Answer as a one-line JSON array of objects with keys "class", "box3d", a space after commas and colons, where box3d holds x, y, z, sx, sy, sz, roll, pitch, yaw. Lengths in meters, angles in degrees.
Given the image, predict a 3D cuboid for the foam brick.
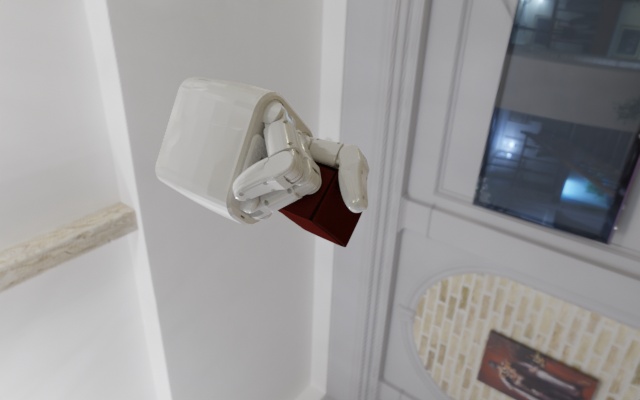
[{"class": "foam brick", "box3d": [0.000, 0.002, 0.446, 0.051, 0.053, 0.078, 20, -13, 32]}]
